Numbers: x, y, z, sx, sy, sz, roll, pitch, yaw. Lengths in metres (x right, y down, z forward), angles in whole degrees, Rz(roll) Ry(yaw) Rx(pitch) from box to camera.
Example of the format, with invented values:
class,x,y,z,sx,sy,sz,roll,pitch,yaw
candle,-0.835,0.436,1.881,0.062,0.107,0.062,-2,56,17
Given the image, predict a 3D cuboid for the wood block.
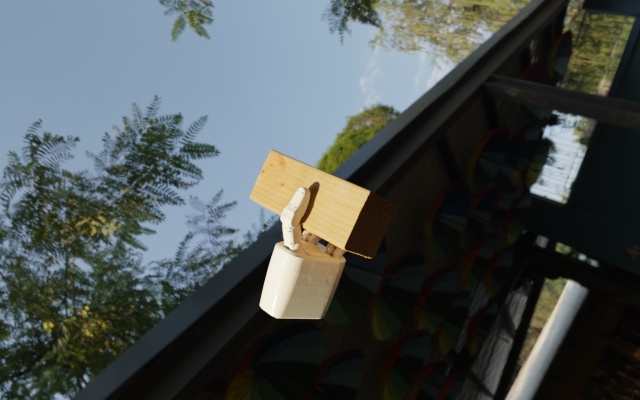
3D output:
class,x,y,z,sx,sy,sz,roll,pitch,yaw
wood block,0.000,0.003,0.744,0.206,0.090,0.091,25,1,37
